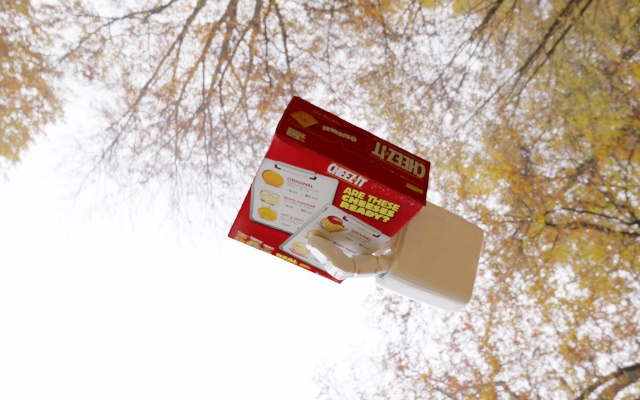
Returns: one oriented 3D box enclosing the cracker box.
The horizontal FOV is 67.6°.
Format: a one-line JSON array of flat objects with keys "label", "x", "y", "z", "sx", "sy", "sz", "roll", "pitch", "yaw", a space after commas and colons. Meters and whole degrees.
[{"label": "cracker box", "x": 0.000, "y": 0.002, "z": 0.551, "sx": 0.164, "sy": 0.072, "sz": 0.214, "roll": 24, "pitch": -38, "yaw": -9}]
